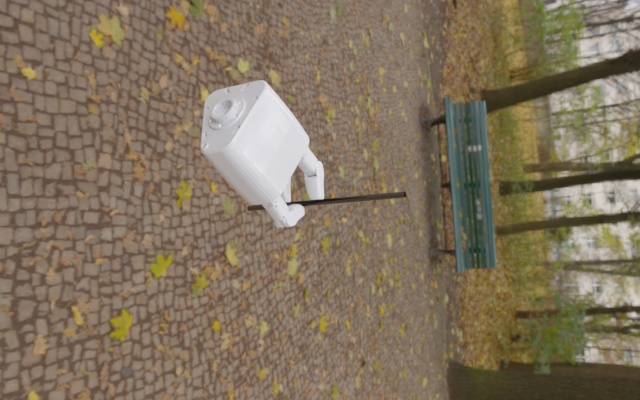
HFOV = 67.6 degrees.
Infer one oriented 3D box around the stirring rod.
[{"bbox_3d":[0.000,0.002,0.659,0.239,0.011,0.011,-5,-2,27],"label":"stirring rod"}]
